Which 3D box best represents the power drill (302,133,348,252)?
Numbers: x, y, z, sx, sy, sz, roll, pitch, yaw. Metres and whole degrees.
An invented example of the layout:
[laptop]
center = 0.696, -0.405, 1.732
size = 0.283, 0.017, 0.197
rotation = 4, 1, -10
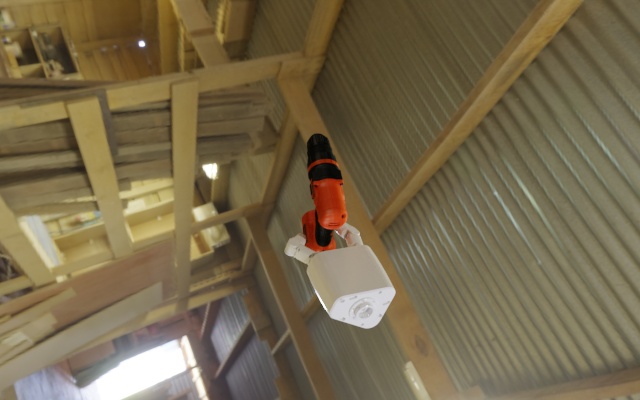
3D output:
[power drill]
center = 0.000, 0.003, 0.830
size = 0.057, 0.184, 0.188
rotation = -4, -36, -7
